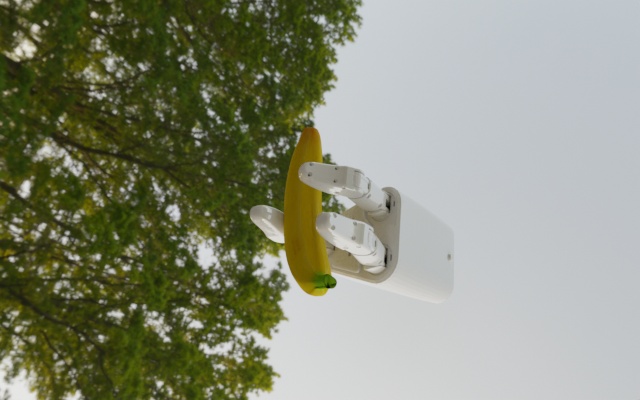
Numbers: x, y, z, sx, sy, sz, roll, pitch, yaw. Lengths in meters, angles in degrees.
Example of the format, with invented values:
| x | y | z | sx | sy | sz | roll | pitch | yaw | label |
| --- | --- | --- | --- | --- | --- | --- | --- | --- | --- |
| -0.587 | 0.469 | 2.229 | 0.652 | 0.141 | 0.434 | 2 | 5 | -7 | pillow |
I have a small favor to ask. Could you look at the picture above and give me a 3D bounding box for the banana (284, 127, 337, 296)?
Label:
| x | y | z | sx | sy | sz | roll | pitch | yaw | label |
| --- | --- | --- | --- | --- | --- | --- | --- | --- | --- |
| -0.009 | 0.015 | 0.452 | 0.037 | 0.197 | 0.070 | 19 | -49 | -27 | banana |
